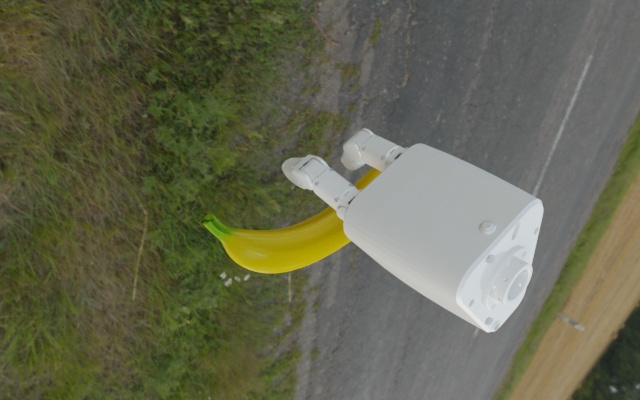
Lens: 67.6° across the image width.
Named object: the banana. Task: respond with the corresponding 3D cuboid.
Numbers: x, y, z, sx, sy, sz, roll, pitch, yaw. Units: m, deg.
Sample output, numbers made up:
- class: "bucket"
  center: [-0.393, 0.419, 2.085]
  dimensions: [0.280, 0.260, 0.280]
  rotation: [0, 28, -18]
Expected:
- class: "banana"
  center: [-0.002, 0.019, 0.425]
  dimensions: [0.198, 0.070, 0.037]
  rotation: [-19, 30, -29]
